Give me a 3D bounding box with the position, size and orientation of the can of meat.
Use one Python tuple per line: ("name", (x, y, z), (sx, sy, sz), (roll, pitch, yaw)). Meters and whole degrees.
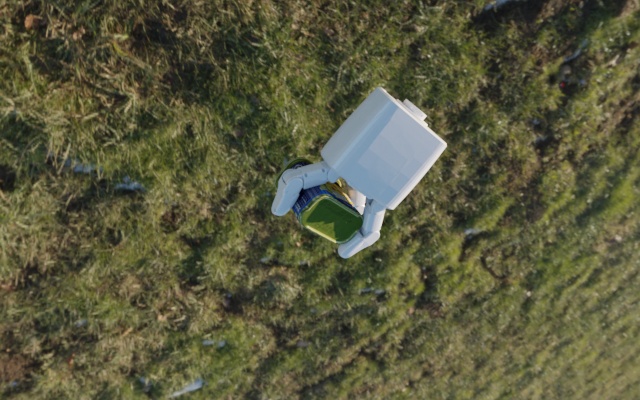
("can of meat", (0.000, 0.002, 0.618), (0.102, 0.057, 0.084), (30, 18, -42))
